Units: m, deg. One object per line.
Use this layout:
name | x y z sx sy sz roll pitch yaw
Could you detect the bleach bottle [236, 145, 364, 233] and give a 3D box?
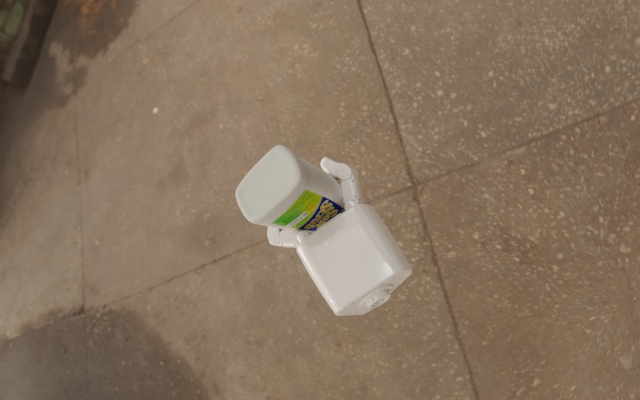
bleach bottle | 0.000 0.002 0.674 0.102 0.068 0.251 -43 -29 19
